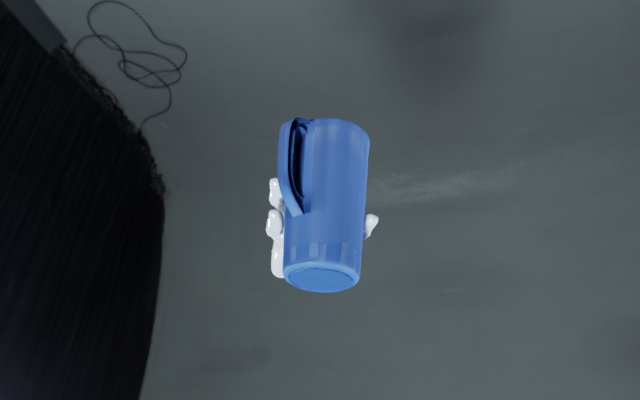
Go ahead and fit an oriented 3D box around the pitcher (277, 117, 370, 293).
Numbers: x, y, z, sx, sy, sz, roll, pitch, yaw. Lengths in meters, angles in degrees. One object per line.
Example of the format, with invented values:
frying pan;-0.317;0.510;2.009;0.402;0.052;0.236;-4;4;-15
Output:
pitcher;0.000;0.002;0.709;0.149;0.242;0.145;8;-30;-7
